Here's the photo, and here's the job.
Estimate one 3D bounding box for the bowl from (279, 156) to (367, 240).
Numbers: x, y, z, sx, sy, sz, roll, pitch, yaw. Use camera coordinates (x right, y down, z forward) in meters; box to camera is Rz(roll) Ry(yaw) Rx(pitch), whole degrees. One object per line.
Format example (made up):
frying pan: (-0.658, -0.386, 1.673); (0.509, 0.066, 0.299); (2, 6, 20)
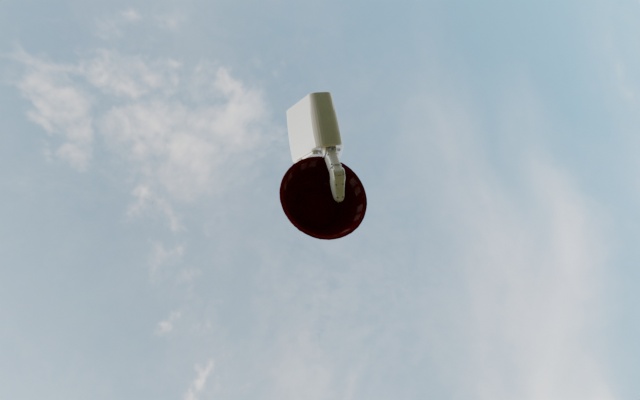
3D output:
bowl: (0.000, 0.004, 0.867); (0.162, 0.162, 0.055); (0, -23, -17)
